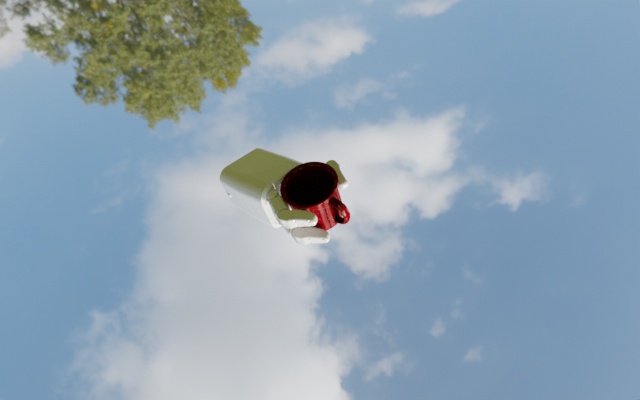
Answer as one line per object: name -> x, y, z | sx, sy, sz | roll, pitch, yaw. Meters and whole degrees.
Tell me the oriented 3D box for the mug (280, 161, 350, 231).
mug -> 0.001, 0.003, 0.763 | 0.117, 0.093, 0.082 | 25, -26, 31
